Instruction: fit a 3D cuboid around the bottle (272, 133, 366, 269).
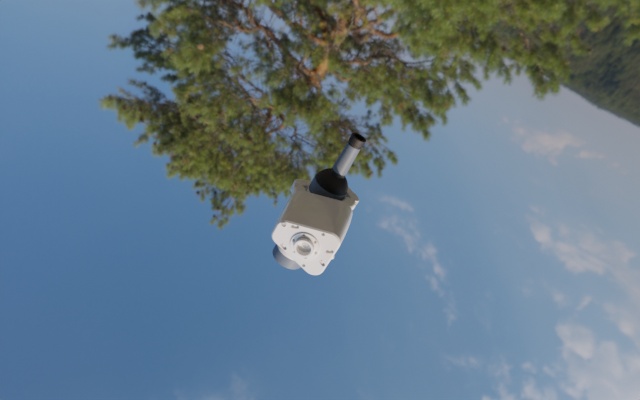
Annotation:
[{"bbox_3d":[0.000,0.003,0.880,0.069,0.296,0.069,23,30,-14],"label":"bottle"}]
